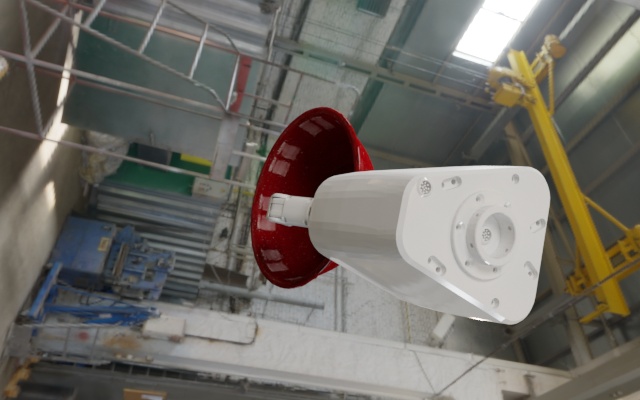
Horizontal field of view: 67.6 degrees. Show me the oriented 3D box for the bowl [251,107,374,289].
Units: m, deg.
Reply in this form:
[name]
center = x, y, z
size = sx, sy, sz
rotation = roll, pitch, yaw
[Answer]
[bowl]
center = 0.000, 0.001, 0.433
size = 0.055, 0.162, 0.162
rotation = 16, -9, -35
